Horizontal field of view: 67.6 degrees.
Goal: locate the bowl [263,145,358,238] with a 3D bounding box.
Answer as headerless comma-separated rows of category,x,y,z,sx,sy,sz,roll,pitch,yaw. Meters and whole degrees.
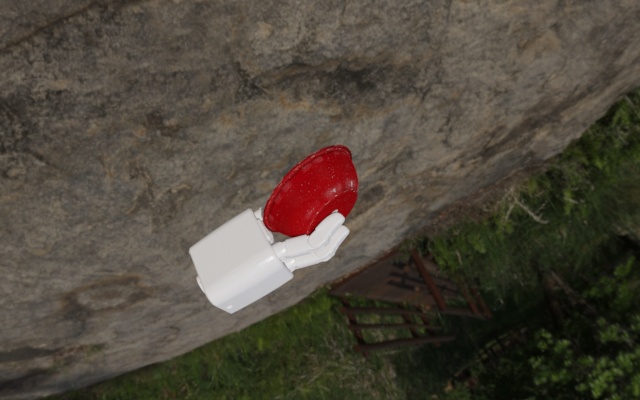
bowl,0.001,0.001,0.663,0.055,0.162,0.162,45,22,23
